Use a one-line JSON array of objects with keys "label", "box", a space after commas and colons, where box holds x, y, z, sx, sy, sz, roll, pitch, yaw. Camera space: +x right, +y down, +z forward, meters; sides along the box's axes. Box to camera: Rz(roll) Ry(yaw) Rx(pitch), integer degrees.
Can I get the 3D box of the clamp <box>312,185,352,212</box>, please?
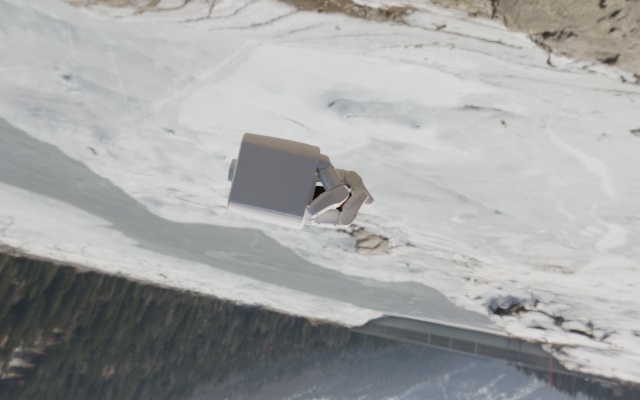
[{"label": "clamp", "box": [0.000, 0.003, 0.750, 0.120, 0.039, 0.171, 13, -13, -4]}]
